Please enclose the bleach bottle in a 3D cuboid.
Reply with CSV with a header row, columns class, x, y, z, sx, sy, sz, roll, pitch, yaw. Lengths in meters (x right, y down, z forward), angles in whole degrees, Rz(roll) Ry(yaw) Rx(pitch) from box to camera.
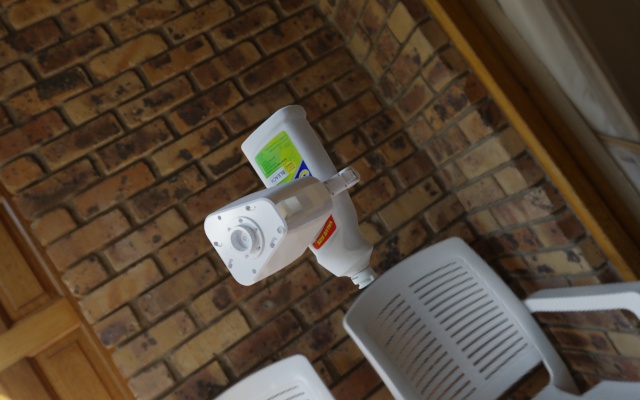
class,x,y,z,sx,sy,sz,roll,pitch,yaw
bleach bottle,0.000,0.002,0.644,0.102,0.251,0.068,-36,-5,29
